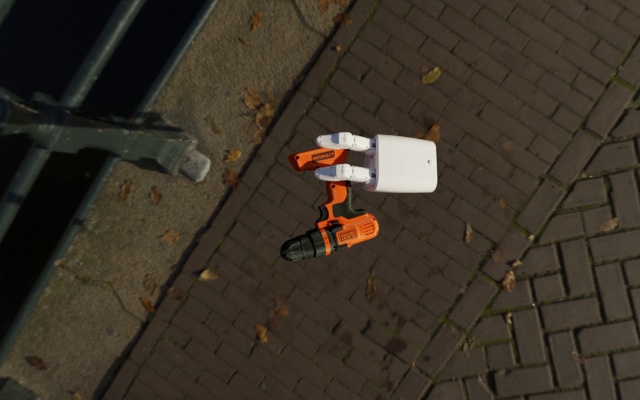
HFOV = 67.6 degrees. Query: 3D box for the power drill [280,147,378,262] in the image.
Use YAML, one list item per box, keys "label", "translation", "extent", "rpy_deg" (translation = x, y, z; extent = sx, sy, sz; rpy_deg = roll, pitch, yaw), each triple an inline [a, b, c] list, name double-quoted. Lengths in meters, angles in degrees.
- label: "power drill"
  translation: [0.000, 0.002, 0.840]
  extent: [0.184, 0.188, 0.057]
  rpy_deg: [-16, 9, -19]
